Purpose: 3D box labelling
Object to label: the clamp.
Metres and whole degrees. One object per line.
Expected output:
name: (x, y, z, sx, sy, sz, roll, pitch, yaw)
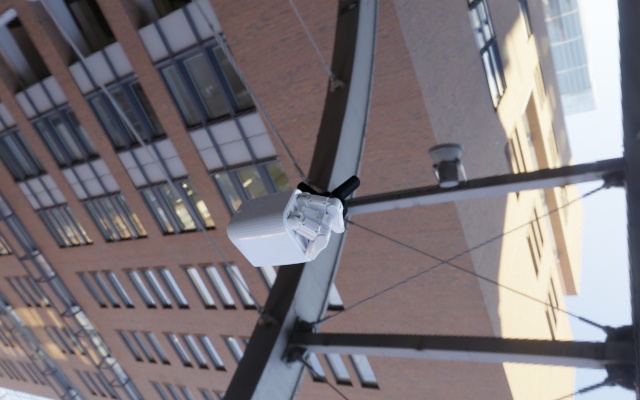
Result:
clamp: (0.000, 0.003, 0.851, 0.120, 0.039, 0.171, -8, 25, 19)
